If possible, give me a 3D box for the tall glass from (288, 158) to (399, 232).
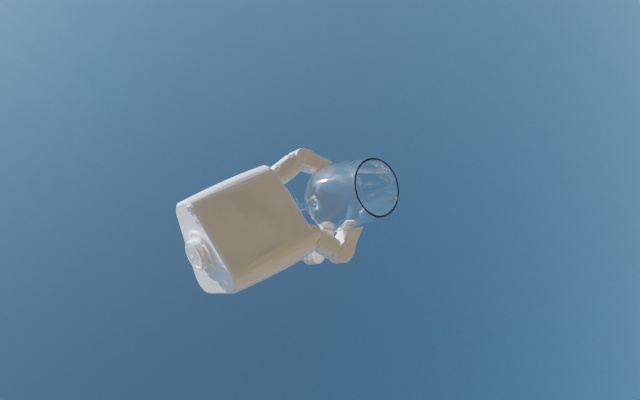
[{"bbox_3d":[0.000,0.002,0.565,0.079,0.079,0.201,0,-9,-37],"label":"tall glass"}]
